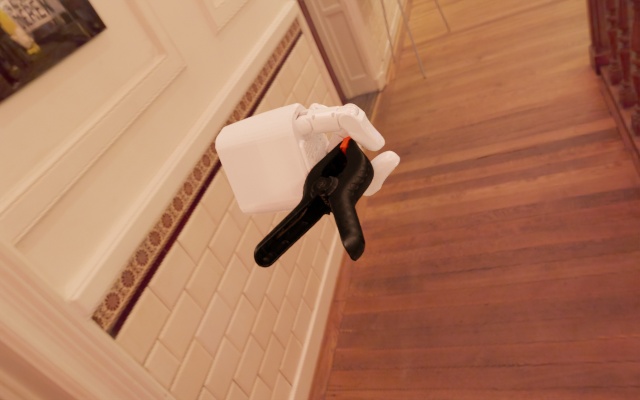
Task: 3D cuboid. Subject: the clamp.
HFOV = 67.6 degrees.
[{"bbox_3d":[0.000,0.001,0.483,0.120,0.039,0.171,-10,37,25],"label":"clamp"}]
